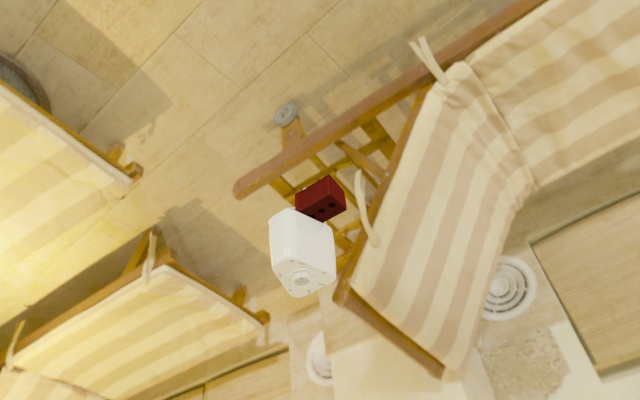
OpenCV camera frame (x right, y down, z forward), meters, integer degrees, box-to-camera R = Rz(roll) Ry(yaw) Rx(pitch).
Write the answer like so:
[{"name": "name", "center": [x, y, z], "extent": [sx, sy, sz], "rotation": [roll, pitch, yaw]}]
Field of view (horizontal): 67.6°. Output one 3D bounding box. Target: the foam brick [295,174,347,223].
[{"name": "foam brick", "center": [0.000, 0.003, 0.847], "extent": [0.078, 0.051, 0.053], "rotation": [-30, -51, 21]}]
